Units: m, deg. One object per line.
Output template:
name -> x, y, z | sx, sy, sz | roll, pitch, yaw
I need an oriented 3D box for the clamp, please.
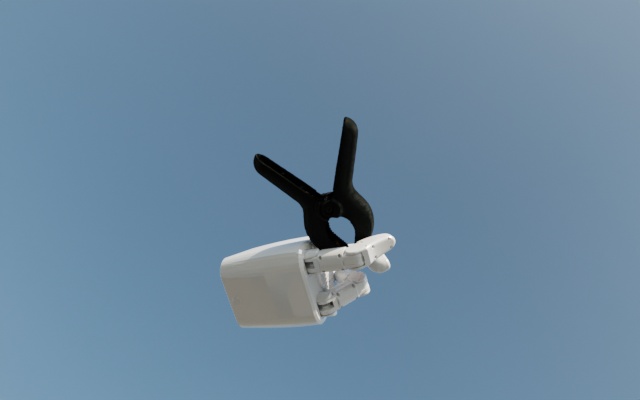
clamp -> 0.000, 0.002, 0.533 | 0.120, 0.171, 0.039 | -10, 17, 19
